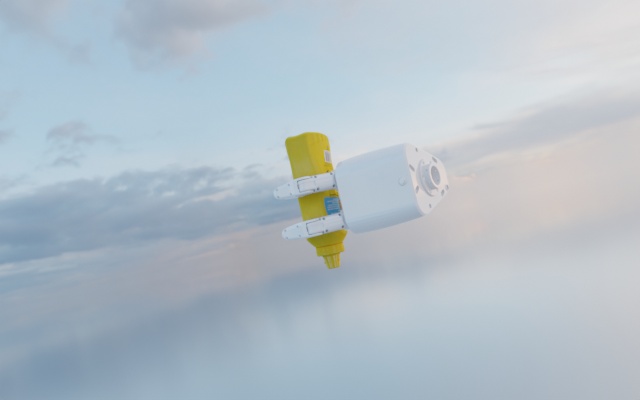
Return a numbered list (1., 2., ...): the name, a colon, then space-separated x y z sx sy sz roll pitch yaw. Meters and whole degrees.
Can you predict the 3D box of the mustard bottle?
1. mustard bottle: 0.000 0.002 0.684 0.058 0.191 0.096 -13 -4 15
